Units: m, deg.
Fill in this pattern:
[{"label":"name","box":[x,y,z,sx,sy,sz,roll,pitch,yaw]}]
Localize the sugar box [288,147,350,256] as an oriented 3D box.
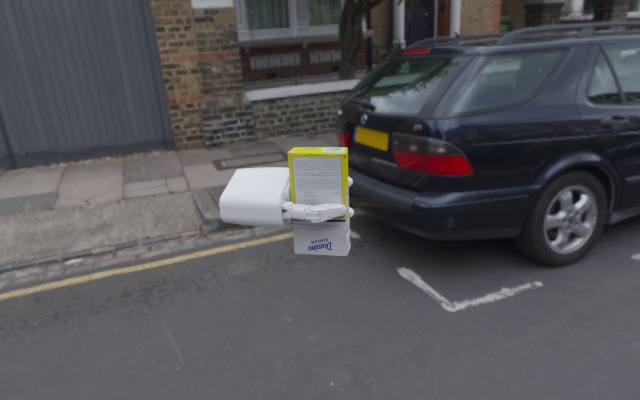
[{"label":"sugar box","box":[0.000,0.002,0.787,0.093,0.176,0.048,2,21,12]}]
